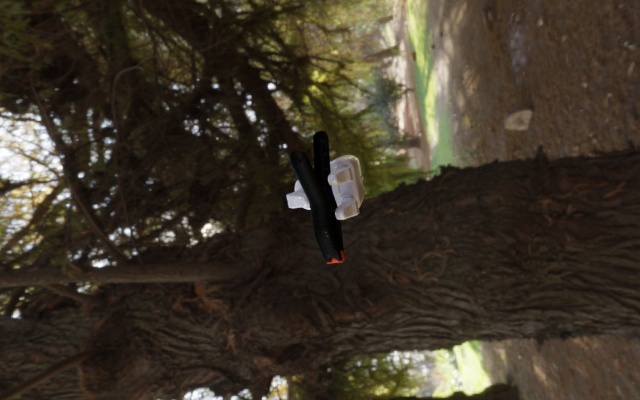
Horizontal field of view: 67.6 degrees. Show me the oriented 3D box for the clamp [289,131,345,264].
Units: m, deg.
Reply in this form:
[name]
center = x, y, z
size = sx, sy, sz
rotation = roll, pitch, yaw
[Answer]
[clamp]
center = -0.001, 0.003, 0.733
size = 0.036, 0.210, 0.164
rotation = -8, 10, 17
